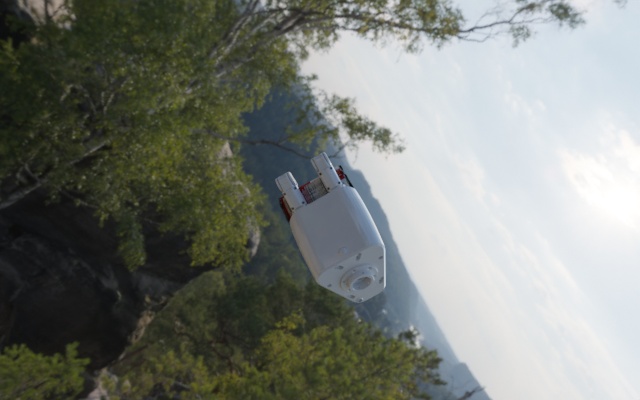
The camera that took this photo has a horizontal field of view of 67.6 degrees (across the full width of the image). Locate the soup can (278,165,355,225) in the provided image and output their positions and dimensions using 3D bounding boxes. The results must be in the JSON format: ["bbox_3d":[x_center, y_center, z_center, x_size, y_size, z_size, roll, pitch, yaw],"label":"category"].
[{"bbox_3d":[0.000,0.002,0.680,0.102,0.068,0.068,-29,-2,3],"label":"soup can"}]
